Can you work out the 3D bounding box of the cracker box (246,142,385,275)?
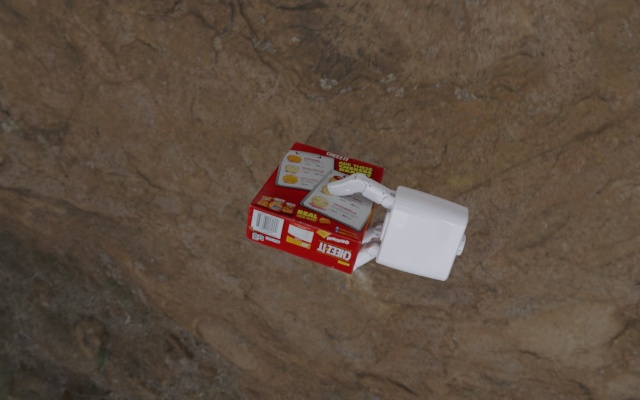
[{"bbox_3d":[0.000,0.002,0.744,0.164,0.072,0.213,18,34,6],"label":"cracker box"}]
